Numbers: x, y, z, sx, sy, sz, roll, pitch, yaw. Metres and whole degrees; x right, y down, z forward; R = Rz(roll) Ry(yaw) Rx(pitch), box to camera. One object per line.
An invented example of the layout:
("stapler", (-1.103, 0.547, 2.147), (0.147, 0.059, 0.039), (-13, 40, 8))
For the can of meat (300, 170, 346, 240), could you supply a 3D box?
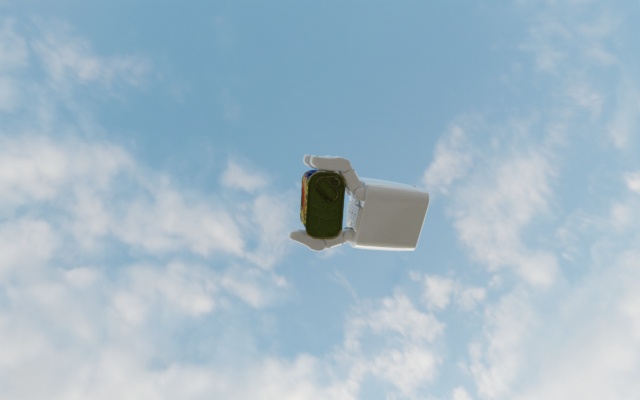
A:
("can of meat", (0.000, 0.003, 0.749), (0.057, 0.102, 0.084), (2, 8, -11))
